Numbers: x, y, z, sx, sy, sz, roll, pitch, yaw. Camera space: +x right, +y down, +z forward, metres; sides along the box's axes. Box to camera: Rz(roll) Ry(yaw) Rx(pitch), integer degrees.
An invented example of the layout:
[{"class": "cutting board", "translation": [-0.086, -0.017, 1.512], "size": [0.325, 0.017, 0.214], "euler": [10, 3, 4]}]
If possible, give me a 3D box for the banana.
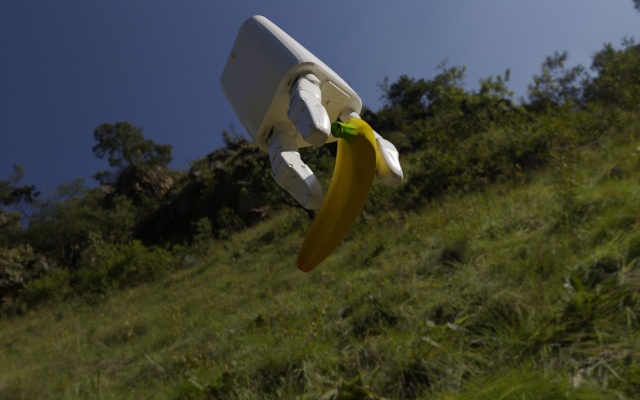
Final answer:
[{"class": "banana", "translation": [0.016, -0.007, 0.447], "size": [0.069, 0.198, 0.037], "euler": [-21, 54, -28]}]
